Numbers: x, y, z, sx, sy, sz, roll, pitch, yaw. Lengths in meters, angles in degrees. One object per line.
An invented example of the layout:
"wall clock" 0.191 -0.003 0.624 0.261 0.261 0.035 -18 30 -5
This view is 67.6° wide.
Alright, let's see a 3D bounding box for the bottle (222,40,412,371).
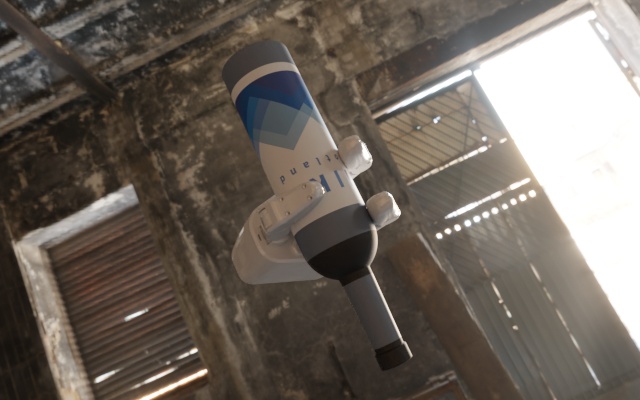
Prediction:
"bottle" 0.000 0.001 0.415 0.069 0.295 0.069 -24 -13 -6
